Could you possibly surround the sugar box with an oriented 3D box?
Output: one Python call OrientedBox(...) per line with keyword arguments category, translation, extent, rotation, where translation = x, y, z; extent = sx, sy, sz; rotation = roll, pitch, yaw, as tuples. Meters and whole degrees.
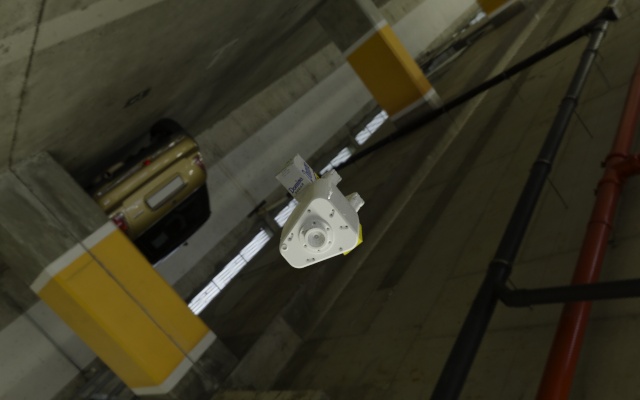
OrientedBox(category="sugar box", translation=(0.001, 0.002, 0.816), extent=(0.048, 0.176, 0.093), rotation=(-37, 10, 11))
